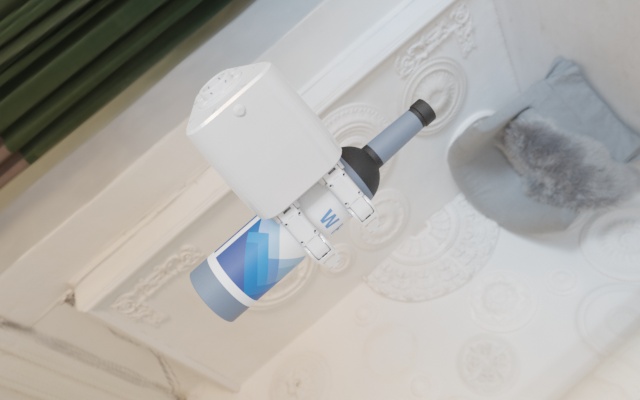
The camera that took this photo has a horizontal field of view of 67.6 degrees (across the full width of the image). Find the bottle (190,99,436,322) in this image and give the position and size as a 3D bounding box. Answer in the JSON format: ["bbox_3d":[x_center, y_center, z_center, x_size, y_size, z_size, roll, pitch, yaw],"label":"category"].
[{"bbox_3d":[0.000,0.002,0.491,0.295,0.069,0.069,-41,1,-2],"label":"bottle"}]
